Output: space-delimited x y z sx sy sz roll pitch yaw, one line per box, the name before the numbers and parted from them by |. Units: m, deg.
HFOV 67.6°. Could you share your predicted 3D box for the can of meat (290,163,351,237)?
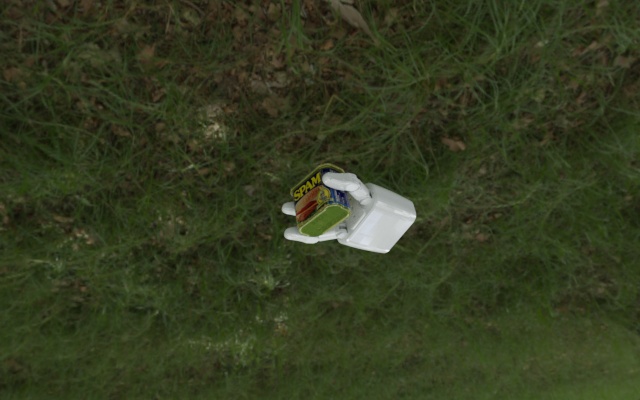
can of meat | 0.000 0.003 0.797 0.057 0.084 0.102 21 -45 -37
